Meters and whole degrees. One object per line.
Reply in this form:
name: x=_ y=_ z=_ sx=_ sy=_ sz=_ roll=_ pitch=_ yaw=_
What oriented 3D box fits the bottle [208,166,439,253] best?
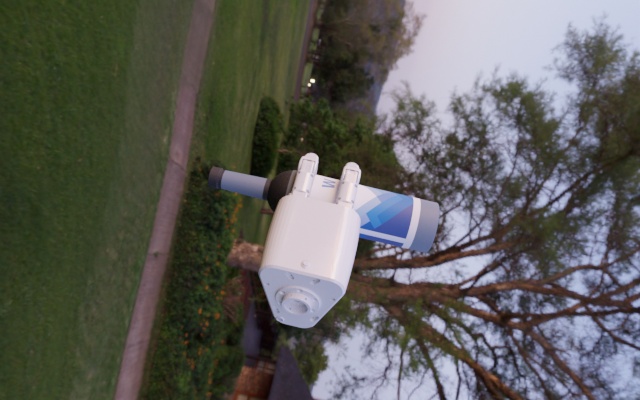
bottle: x=0.000 y=0.002 z=0.620 sx=0.296 sy=0.069 sz=0.069 roll=13 pitch=0 yaw=1
